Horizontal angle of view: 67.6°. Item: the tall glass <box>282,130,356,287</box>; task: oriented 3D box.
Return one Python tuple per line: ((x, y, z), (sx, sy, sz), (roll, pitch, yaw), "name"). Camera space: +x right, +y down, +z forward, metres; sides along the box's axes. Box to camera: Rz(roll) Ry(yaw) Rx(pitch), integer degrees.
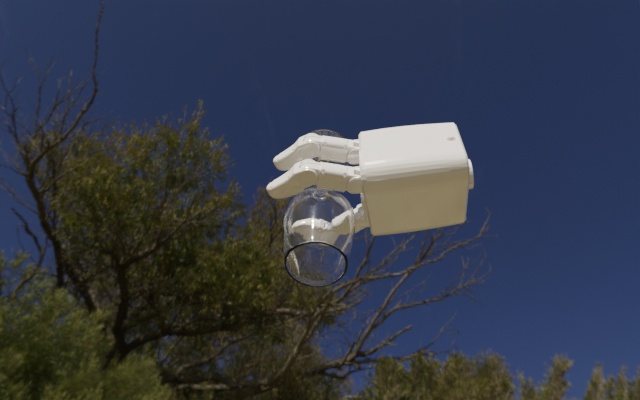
((0.000, 0.001, 0.537), (0.079, 0.079, 0.201), (0, 38, 4), "tall glass")
